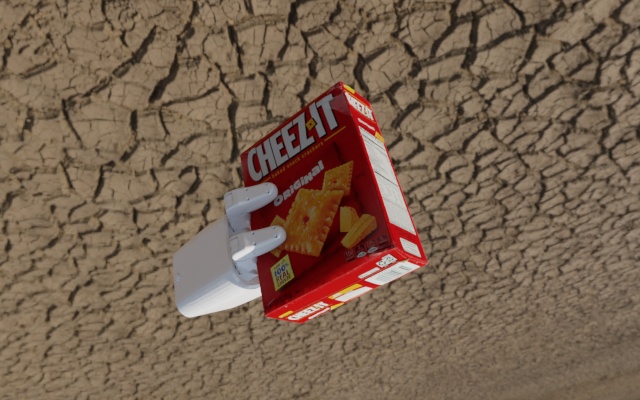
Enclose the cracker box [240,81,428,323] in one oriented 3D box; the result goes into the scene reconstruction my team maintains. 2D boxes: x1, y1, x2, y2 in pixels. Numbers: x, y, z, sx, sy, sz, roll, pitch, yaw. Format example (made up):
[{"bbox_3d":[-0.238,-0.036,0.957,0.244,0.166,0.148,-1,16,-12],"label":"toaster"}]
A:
[{"bbox_3d":[0.000,0.002,0.521,0.164,0.213,0.072,-31,-34,26],"label":"cracker box"}]
